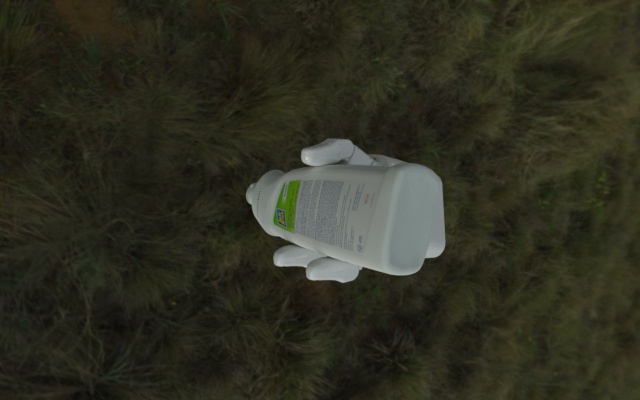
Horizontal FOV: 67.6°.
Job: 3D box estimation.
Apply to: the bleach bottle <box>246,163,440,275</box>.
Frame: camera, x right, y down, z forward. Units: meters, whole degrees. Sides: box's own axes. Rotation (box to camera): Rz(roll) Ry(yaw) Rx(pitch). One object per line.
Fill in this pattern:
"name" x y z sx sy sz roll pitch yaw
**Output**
"bleach bottle" 0.000 0.002 0.506 0.068 0.102 0.251 10 2 -41
